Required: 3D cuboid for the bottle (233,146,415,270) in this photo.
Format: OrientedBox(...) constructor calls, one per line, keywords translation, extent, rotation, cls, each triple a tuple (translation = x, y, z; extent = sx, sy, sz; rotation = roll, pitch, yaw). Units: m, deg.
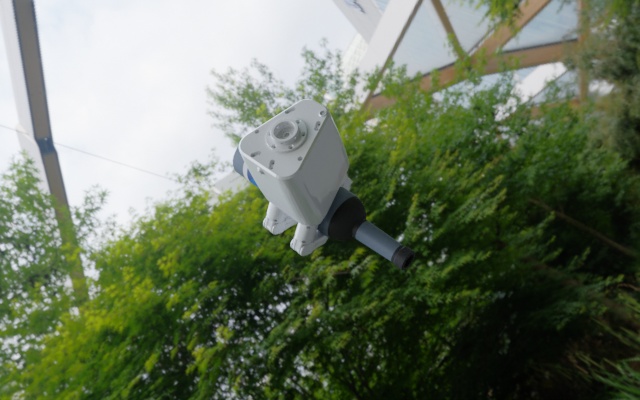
OrientedBox(translation=(0.000, 0.002, 0.647), extent=(0.295, 0.069, 0.069), rotation=(34, 18, 29), cls="bottle")
